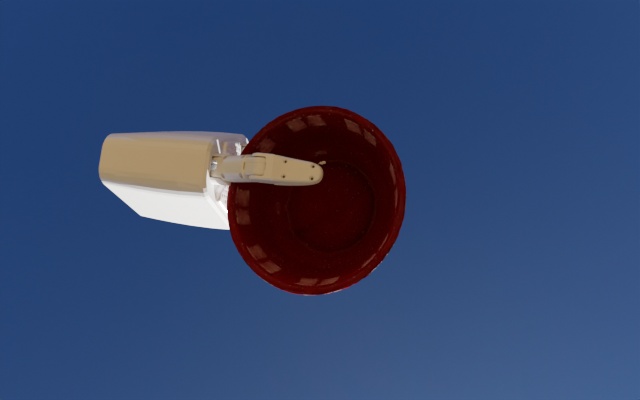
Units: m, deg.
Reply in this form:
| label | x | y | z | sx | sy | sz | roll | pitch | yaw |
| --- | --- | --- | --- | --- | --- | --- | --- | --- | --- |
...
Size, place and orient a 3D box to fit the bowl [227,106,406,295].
| label | x | y | z | sx | sy | sz | roll | pitch | yaw |
| --- | --- | --- | --- | --- | --- | --- | --- | --- | --- |
| bowl | 0.001 | 0.002 | 0.425 | 0.162 | 0.162 | 0.055 | 0 | -9 | 20 |
